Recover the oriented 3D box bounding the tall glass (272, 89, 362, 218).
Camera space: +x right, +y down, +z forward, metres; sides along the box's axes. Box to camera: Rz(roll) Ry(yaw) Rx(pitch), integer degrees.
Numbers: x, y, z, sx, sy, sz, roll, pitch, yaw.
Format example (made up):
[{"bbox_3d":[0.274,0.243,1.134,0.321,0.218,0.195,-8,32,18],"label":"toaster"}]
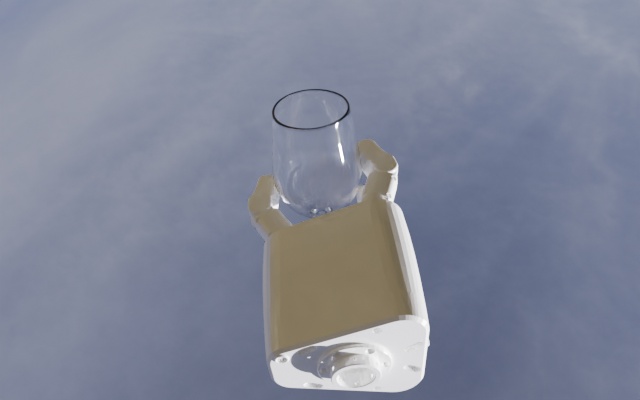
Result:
[{"bbox_3d":[0.000,0.002,0.441,0.079,0.201,0.079,-3,41,3],"label":"tall glass"}]
